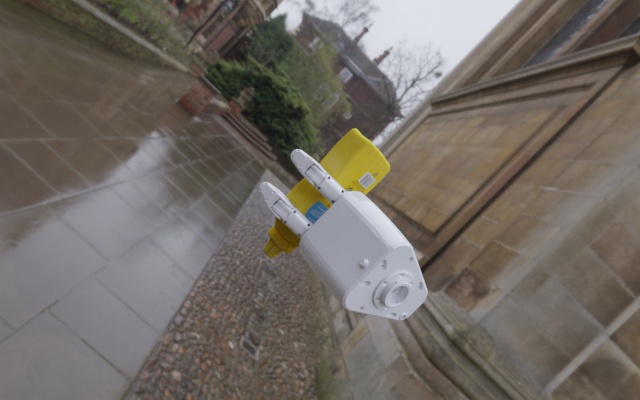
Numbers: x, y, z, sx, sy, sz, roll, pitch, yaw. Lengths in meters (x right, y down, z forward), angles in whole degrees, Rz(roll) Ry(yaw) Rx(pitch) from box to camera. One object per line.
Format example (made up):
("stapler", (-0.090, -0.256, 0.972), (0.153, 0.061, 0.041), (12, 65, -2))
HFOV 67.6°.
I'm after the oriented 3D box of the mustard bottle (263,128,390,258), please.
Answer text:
("mustard bottle", (0.000, 0.002, 0.608), (0.058, 0.191, 0.096), (47, 4, 27))
